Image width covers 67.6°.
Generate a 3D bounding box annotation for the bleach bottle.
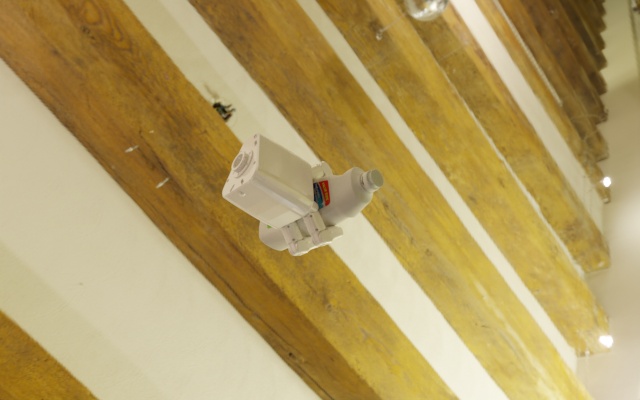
[{"bbox_3d":[0.000,0.003,0.781,0.068,0.102,0.251,32,-40,-31],"label":"bleach bottle"}]
